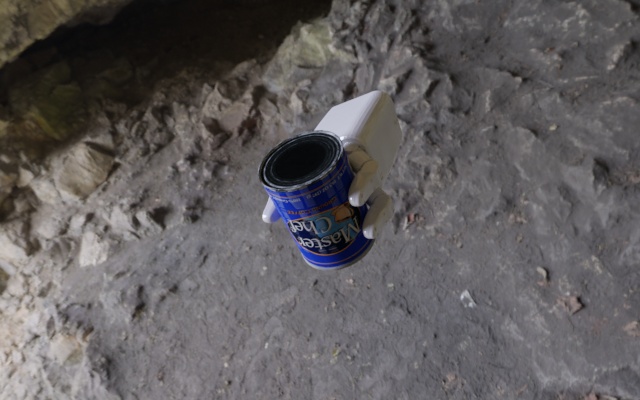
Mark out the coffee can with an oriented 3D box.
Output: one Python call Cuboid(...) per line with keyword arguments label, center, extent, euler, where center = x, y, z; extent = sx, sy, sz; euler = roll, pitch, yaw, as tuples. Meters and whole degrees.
Cuboid(label="coffee can", center=(0.000, 0.002, 0.576), extent=(0.103, 0.102, 0.140), euler=(0, -45, 28))
